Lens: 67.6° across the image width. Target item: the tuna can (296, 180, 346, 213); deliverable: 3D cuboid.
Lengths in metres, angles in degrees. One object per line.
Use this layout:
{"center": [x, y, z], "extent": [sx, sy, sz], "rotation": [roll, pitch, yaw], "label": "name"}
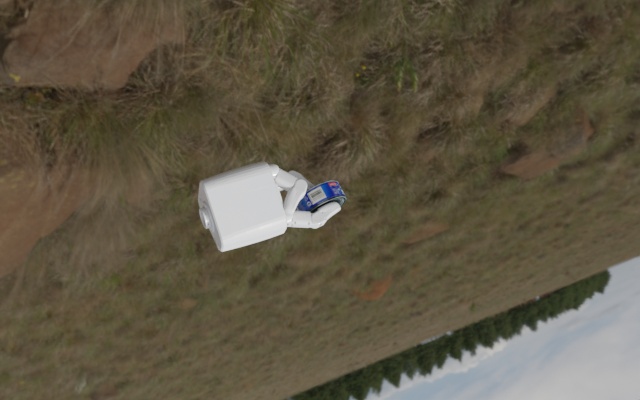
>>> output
{"center": [0.000, 0.003, 0.810], "extent": [0.086, 0.033, 0.086], "rotation": [-26, -18, -9], "label": "tuna can"}
